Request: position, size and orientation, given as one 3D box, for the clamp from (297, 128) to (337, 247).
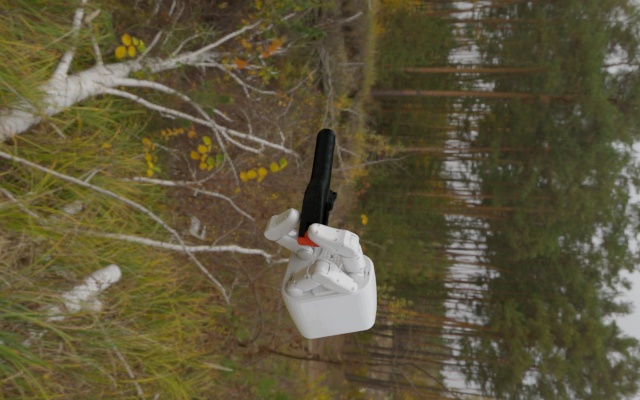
[{"bbox_3d":[0.001,0.002,0.625,0.039,0.171,0.120,2,-42,15],"label":"clamp"}]
